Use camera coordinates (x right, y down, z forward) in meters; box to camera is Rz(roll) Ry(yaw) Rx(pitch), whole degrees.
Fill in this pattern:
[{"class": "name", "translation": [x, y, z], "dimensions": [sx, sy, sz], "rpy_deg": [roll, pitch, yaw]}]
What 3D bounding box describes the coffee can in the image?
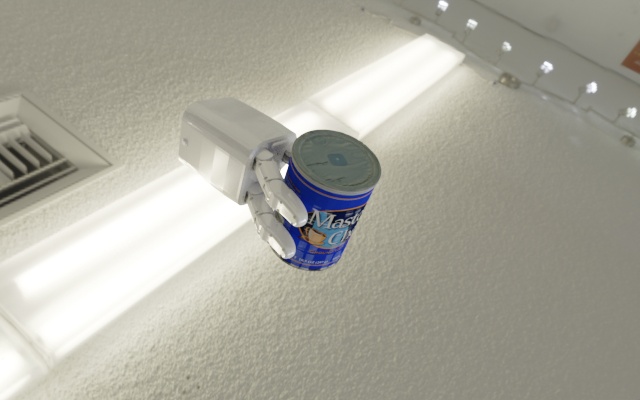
[{"class": "coffee can", "translation": [0.000, 0.002, 0.569], "dimensions": [0.103, 0.102, 0.140], "rpy_deg": [0, -44, -22]}]
